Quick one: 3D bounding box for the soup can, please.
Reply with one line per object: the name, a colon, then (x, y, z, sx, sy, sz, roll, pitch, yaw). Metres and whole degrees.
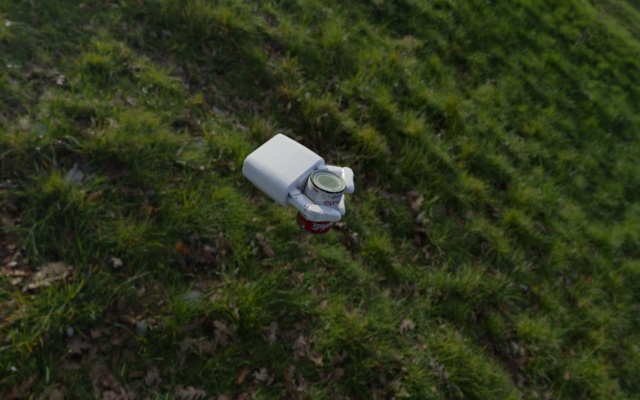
soup can: (0.001, 0.003, 0.867, 0.068, 0.102, 0.068, 13, 37, -10)
